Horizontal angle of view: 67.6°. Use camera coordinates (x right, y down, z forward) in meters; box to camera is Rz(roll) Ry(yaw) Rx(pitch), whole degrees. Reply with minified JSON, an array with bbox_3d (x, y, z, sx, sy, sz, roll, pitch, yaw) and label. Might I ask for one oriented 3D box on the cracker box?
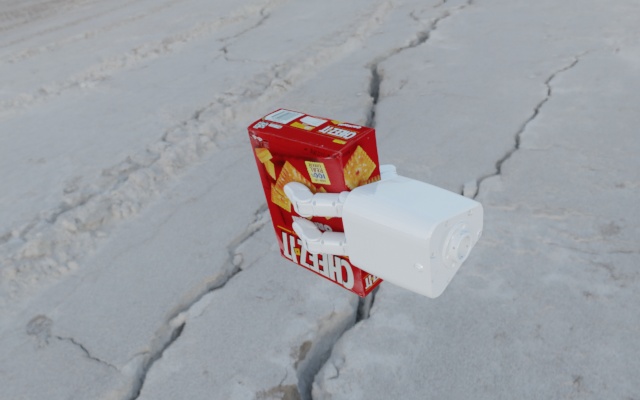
[{"bbox_3d":[0.000,0.002,0.614,0.164,0.214,0.072,21,44,40],"label":"cracker box"}]
